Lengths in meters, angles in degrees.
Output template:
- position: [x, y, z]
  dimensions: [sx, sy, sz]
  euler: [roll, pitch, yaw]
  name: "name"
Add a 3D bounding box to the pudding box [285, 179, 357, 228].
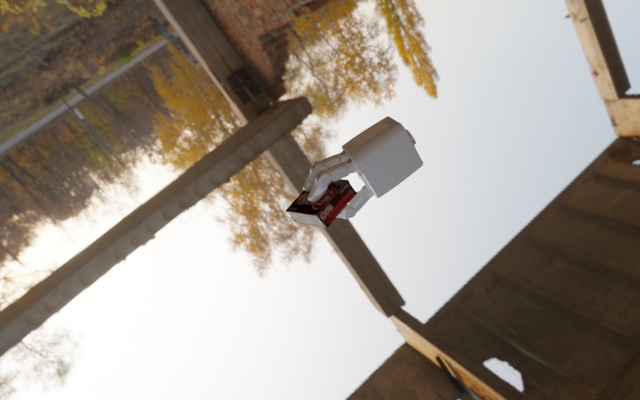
- position: [0.000, 0.003, 0.868]
  dimensions: [0.090, 0.039, 0.113]
  euler: [-47, 24, -22]
  name: "pudding box"
